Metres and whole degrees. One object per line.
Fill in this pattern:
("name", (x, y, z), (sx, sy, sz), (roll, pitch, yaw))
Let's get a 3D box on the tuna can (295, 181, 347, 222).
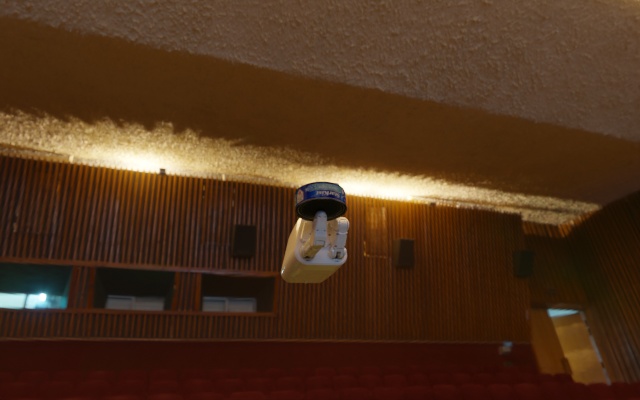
("tuna can", (0.000, 0.002, 0.784), (0.086, 0.033, 0.086), (-3, -27, -1))
